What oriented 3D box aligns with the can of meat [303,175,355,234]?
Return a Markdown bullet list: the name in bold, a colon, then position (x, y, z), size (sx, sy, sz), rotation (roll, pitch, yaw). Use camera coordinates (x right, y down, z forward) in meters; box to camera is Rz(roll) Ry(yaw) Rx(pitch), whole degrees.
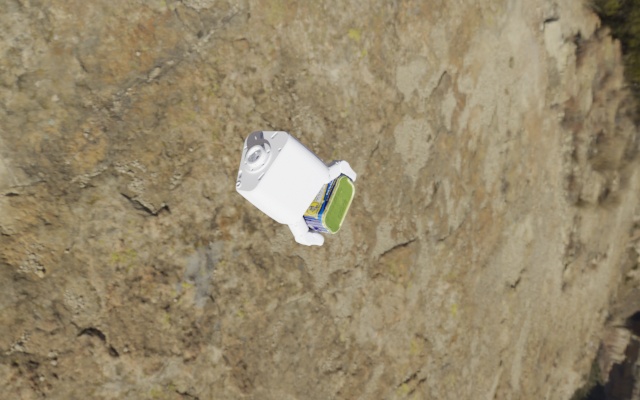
- **can of meat**: position (0.000, 0.003, 0.805), size (0.084, 0.102, 0.057), rotation (7, -25, 39)
